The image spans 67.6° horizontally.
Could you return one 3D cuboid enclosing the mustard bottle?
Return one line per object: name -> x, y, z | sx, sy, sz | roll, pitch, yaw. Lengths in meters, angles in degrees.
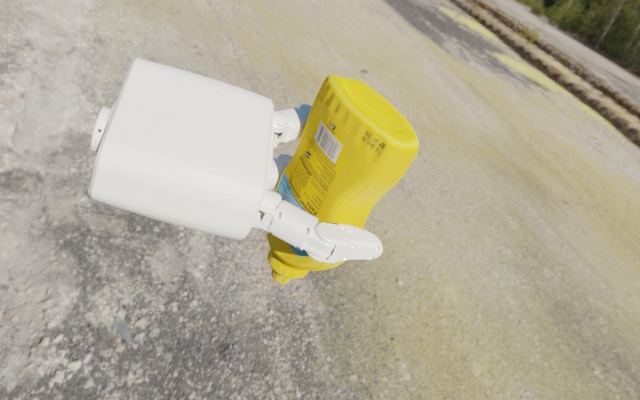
mustard bottle -> 0.000, 0.001, 0.400 | 0.058, 0.192, 0.096 | -1, 43, -39
